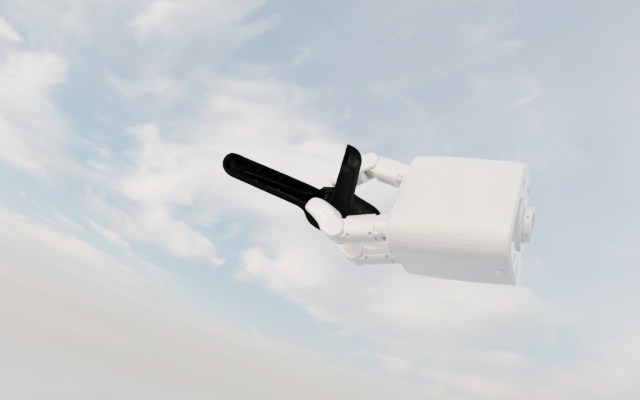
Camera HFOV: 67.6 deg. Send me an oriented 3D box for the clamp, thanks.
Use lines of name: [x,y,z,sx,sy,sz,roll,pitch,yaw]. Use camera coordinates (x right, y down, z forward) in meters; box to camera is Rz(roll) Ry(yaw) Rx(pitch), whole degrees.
clamp: [0.001,0.001,0.535,0.164,0.036,0.210,5,-26,29]
